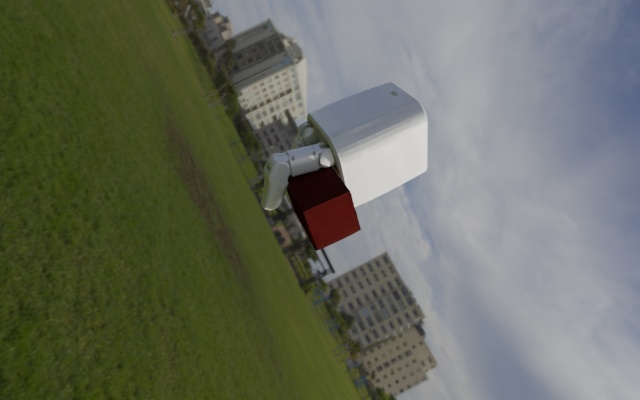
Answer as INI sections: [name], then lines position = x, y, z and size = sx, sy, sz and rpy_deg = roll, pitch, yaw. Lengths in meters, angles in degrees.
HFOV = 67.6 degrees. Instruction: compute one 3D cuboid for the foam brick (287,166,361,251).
[foam brick]
position = 0.000, 0.002, 0.489
size = 0.051, 0.053, 0.078
rpy_deg = -22, 36, -7
